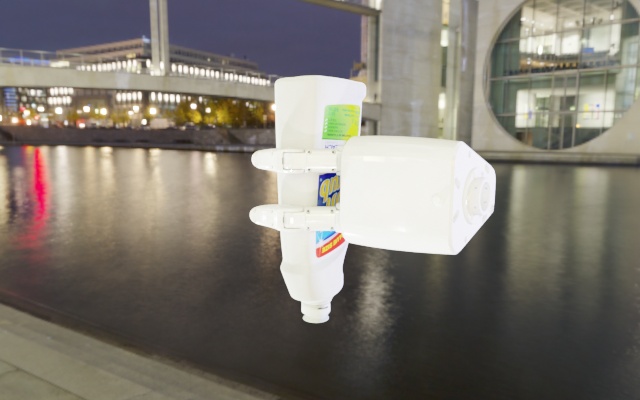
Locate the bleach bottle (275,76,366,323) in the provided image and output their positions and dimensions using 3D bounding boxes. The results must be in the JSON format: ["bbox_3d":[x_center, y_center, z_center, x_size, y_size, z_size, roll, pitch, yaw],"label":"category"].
[{"bbox_3d":[0.000,0.002,0.505,0.068,0.251,0.102,6,10,37],"label":"bleach bottle"}]
